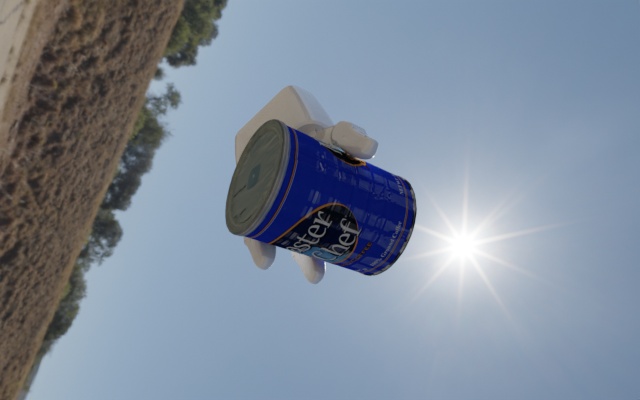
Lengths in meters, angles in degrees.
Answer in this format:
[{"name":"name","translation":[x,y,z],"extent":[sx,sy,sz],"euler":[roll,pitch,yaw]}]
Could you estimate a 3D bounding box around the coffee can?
[{"name":"coffee can","translation":[0.000,0.001,0.431],"extent":[0.140,0.103,0.103],"euler":[21,-10,-28]}]
